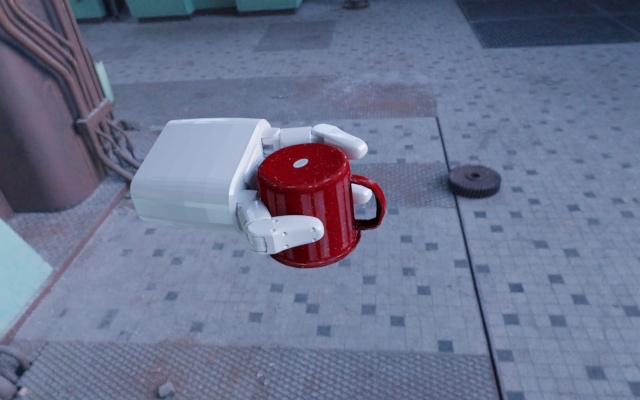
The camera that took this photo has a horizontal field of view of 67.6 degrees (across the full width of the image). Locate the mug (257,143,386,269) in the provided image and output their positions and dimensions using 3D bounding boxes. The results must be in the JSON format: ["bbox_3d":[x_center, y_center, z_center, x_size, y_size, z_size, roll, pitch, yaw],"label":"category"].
[{"bbox_3d":[0.001,0.001,0.430,0.117,0.082,0.093,3,36,15],"label":"mug"}]
